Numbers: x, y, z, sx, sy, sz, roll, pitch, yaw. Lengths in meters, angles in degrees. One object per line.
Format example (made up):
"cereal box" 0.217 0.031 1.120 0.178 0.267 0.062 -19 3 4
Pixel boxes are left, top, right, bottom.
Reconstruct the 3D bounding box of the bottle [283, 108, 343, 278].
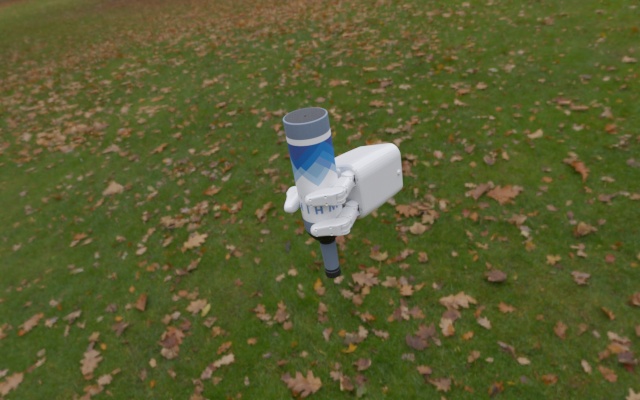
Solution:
"bottle" 0.000 0.002 0.767 0.069 0.296 0.069 -8 30 4
